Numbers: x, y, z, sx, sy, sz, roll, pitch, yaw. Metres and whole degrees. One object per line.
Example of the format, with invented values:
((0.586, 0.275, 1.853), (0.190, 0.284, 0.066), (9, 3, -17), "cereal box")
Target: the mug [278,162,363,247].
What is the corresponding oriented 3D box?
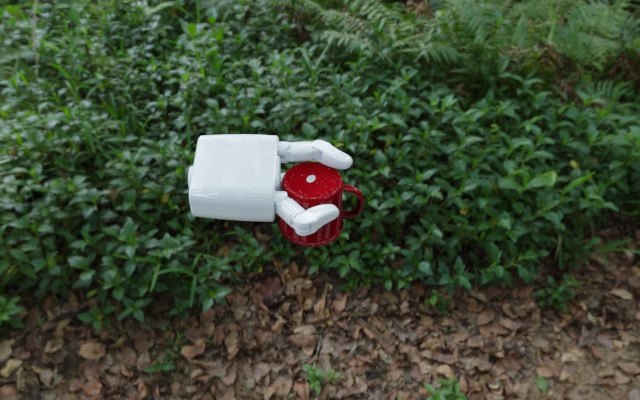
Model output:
((0.002, 0.002, 0.649), (0.117, 0.082, 0.093), (2, 42, -2), "mug")
